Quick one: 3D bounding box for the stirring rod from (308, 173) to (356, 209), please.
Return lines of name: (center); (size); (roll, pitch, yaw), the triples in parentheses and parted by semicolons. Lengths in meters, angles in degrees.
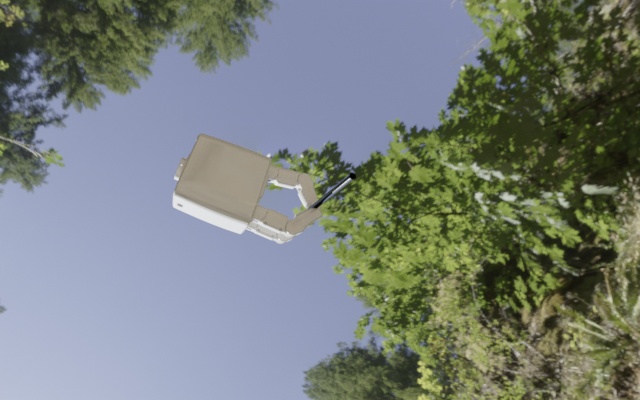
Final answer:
stirring rod: (0.000, 0.002, 0.640); (0.011, 0.011, 0.239); (0, -14, -18)
